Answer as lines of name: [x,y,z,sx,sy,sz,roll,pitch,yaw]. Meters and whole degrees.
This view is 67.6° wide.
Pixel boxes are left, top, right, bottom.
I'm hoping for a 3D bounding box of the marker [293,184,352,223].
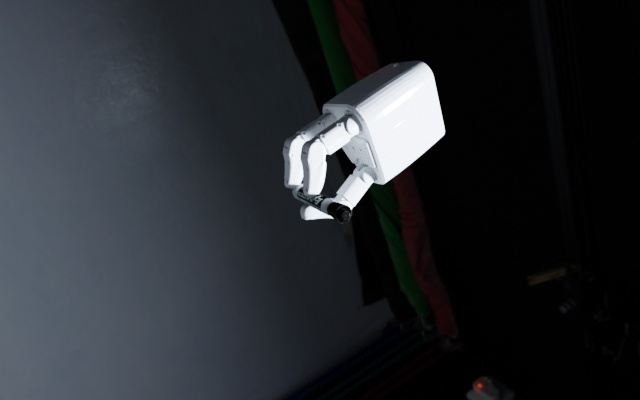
marker: [0.000,0.002,0.516,0.020,0.020,0.121,0,12,-25]
